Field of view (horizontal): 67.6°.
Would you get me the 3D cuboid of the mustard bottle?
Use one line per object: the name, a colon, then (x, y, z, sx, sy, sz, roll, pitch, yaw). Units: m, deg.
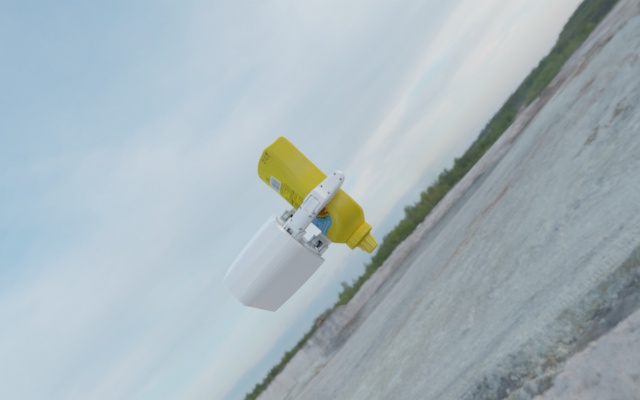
mustard bottle: (0.000, 0.002, 0.646, 0.058, 0.191, 0.096, -44, -11, -23)
